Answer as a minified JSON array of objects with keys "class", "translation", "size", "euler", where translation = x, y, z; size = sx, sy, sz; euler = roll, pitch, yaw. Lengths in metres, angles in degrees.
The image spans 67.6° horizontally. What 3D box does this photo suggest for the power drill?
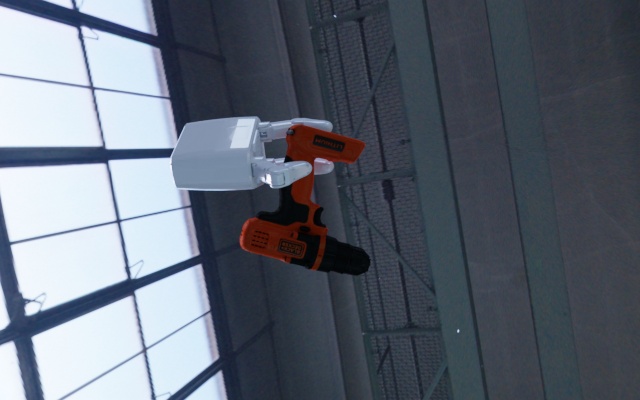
[{"class":"power drill","translation":[0.000,0.002,0.649],"size":[0.184,0.187,0.057],"euler":[15,2,-13]}]
